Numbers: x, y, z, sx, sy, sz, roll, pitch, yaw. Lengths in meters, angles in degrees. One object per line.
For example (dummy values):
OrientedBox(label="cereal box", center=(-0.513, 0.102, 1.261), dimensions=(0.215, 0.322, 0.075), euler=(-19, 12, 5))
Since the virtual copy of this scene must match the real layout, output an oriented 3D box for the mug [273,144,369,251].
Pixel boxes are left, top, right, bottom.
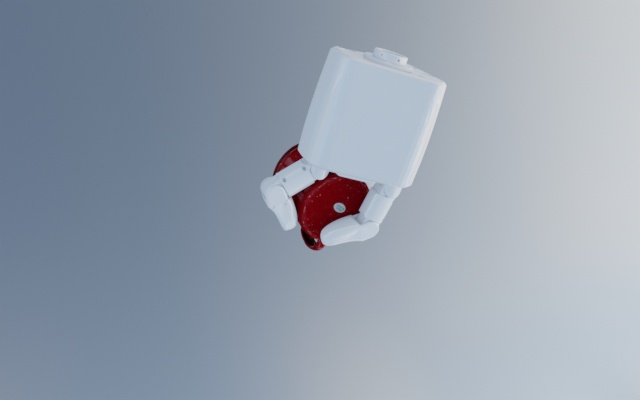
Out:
OrientedBox(label="mug", center=(0.000, 0.003, 0.528), dimensions=(0.093, 0.117, 0.081), euler=(3, 27, -26))
